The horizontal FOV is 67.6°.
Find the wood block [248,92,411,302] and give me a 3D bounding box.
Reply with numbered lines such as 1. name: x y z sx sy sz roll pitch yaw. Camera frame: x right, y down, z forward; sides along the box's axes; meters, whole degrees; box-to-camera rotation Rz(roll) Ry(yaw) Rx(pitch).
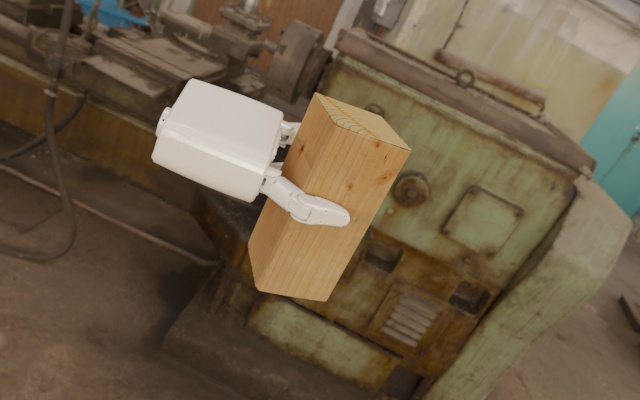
1. wood block: 0.000 0.002 0.531 0.090 0.206 0.090 15 27 -24
